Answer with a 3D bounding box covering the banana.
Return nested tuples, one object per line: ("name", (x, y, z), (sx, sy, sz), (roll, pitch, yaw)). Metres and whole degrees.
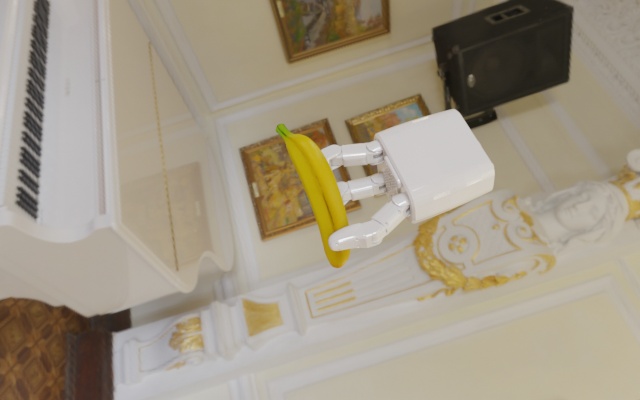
("banana", (0.004, 0.004, 0.550), (0.037, 0.198, 0.069), (-24, 22, -9))
